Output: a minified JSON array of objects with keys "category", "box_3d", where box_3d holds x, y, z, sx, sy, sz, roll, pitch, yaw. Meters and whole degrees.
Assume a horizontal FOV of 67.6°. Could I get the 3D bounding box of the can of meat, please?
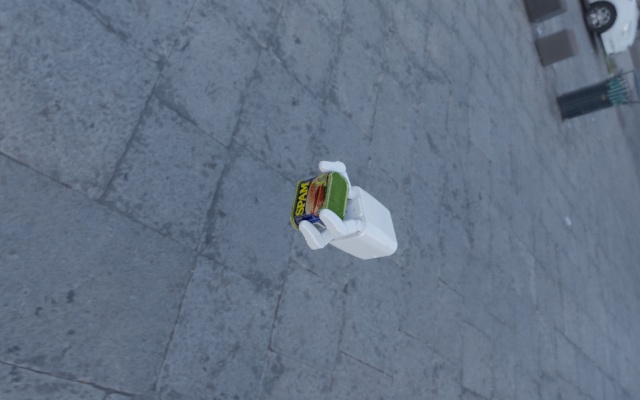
[{"category":"can of meat","box_3d":[0.000,0.003,0.861,0.084,0.102,0.057,-16,-38,39]}]
